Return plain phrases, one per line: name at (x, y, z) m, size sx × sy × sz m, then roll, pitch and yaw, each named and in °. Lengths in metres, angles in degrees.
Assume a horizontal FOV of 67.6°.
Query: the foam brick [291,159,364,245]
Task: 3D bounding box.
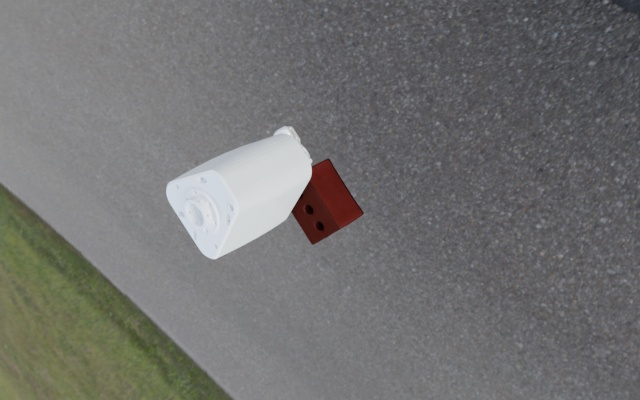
foam brick at (0.000, 0.002, 0.550) m, size 0.053 × 0.078 × 0.051 m, roll -33°, pitch 0°, yaw 42°
